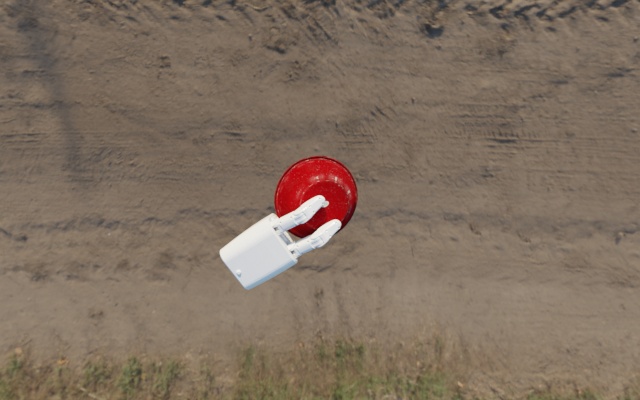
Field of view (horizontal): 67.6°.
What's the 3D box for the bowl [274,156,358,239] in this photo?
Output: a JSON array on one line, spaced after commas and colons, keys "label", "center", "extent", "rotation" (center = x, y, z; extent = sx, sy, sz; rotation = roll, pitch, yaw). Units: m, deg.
[{"label": "bowl", "center": [0.001, 0.002, 0.865], "extent": [0.162, 0.162, 0.055], "rotation": [0, 13, -16]}]
